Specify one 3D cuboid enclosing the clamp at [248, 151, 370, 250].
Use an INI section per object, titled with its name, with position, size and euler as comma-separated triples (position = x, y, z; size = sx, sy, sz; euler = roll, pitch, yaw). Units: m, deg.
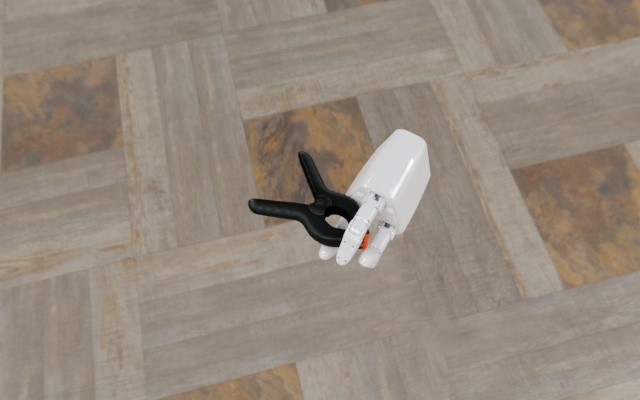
[clamp]
position = 0.000, 0.002, 0.659
size = 0.171, 0.120, 0.039
euler = 28, -21, 12
